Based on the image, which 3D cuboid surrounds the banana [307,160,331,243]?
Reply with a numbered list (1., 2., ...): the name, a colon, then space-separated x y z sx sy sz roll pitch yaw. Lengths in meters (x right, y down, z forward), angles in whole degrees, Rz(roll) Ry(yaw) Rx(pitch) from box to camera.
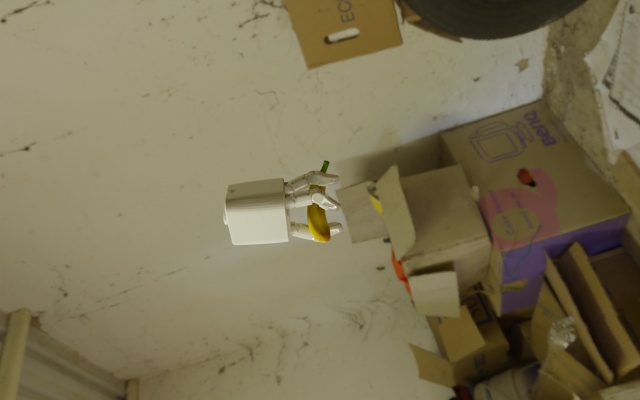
1. banana: -0.004 0.013 0.898 0.037 0.197 0.070 8 -43 -11
